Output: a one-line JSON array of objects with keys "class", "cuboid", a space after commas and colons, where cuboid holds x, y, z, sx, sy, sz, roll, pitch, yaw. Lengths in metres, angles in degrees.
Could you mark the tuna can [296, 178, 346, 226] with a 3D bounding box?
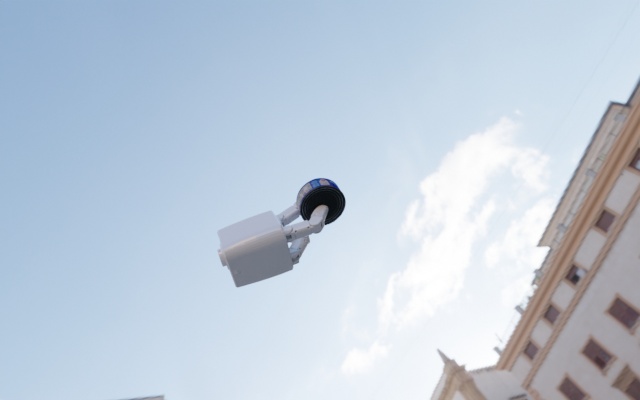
[{"class": "tuna can", "cuboid": [0.000, 0.003, 0.862, 0.086, 0.086, 0.033, 0, 32, -20]}]
